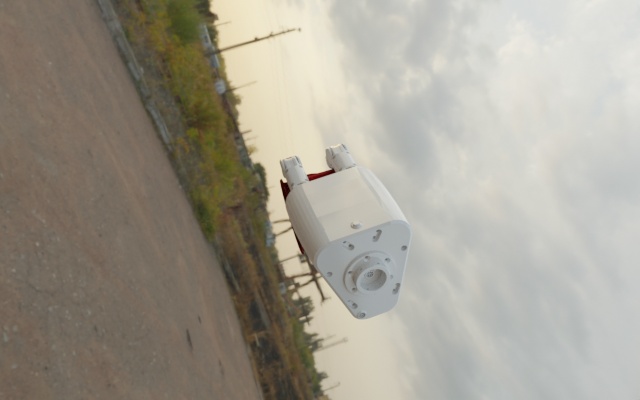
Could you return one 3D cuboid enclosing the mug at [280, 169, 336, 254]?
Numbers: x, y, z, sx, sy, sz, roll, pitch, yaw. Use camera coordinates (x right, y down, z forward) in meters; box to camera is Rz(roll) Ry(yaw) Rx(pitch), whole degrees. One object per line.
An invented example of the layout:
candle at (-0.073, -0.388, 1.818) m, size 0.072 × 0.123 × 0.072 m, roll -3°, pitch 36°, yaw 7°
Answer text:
mug at (0.000, 0.001, 0.581) m, size 0.081 × 0.093 × 0.117 m, roll -17°, pitch 34°, yaw -7°
